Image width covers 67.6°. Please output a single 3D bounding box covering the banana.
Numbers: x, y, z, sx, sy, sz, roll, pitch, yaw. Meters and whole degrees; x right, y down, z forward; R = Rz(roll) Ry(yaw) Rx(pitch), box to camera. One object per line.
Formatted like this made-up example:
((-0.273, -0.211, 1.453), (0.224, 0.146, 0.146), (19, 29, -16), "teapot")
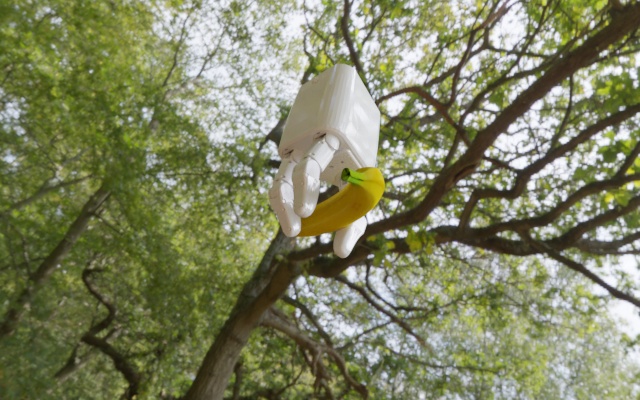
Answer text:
((0.019, 0.003, 0.522), (0.069, 0.037, 0.198), (9, -24, -18), "banana")
